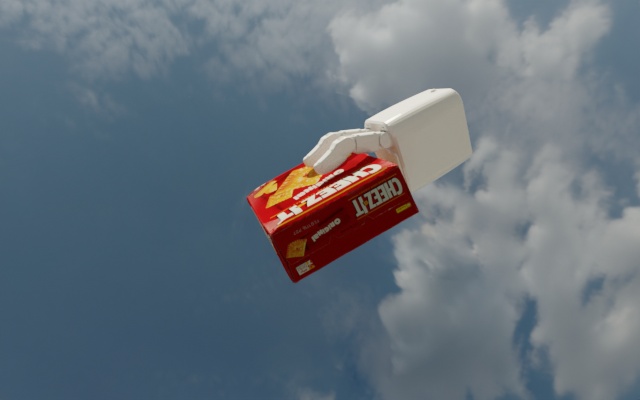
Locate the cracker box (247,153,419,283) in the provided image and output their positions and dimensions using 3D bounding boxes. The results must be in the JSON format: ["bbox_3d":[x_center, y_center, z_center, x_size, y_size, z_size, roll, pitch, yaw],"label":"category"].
[{"bbox_3d":[0.000,0.002,0.614,0.164,0.072,0.213,-29,18,-8],"label":"cracker box"}]
